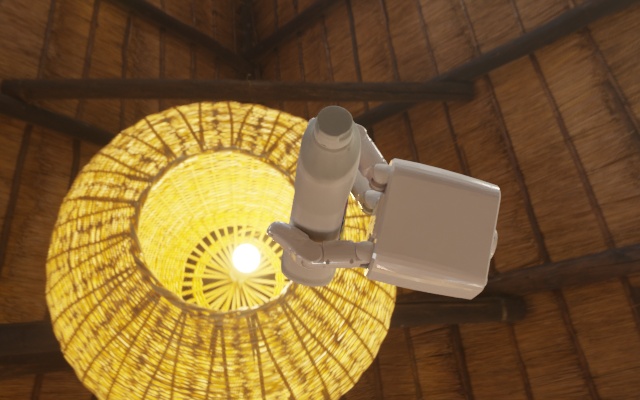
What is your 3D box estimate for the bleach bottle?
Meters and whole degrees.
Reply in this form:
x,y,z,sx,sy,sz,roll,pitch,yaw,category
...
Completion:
x,y,z,sx,sy,sz,roll,pitch,yaw,category
0.000,0.001,0.475,0.068,0.102,0.251,13,-27,2,bleach bottle
